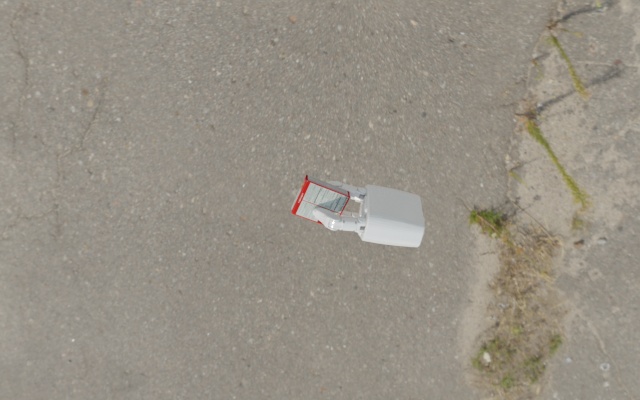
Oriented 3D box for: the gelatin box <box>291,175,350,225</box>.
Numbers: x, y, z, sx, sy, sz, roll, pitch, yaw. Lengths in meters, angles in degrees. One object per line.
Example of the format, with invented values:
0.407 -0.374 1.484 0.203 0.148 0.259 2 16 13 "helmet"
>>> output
0.000 0.003 0.877 0.089 0.073 0.030 20 24 -14 "gelatin box"
